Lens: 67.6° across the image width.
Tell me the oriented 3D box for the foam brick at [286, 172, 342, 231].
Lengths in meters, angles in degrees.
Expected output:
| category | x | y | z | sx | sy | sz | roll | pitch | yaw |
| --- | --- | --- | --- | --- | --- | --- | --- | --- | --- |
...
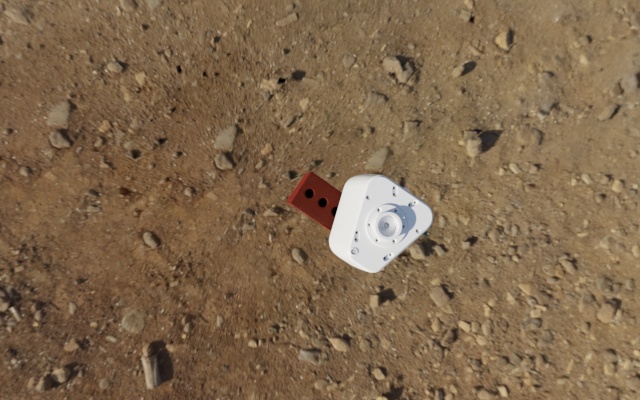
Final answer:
| category | x | y | z | sx | sy | sz | roll | pitch | yaw |
| --- | --- | --- | --- | --- | --- | --- | --- | --- | --- |
| foam brick | 0.000 | 0.002 | 0.665 | 0.078 | 0.053 | 0.051 | 34 | -4 | -8 |
